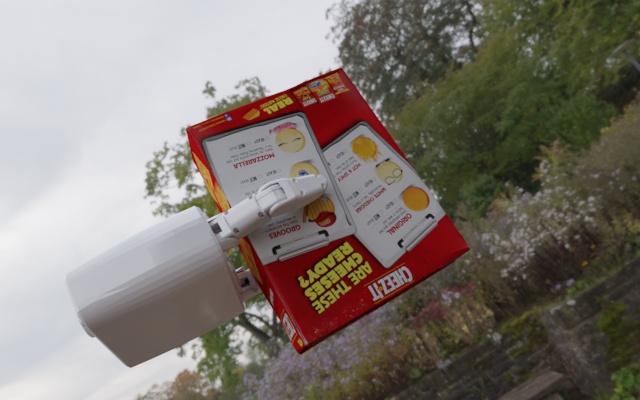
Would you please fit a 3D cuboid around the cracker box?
[{"bbox_3d":[0.000,0.001,0.434,0.164,0.213,0.072,-26,-18,-18],"label":"cracker box"}]
